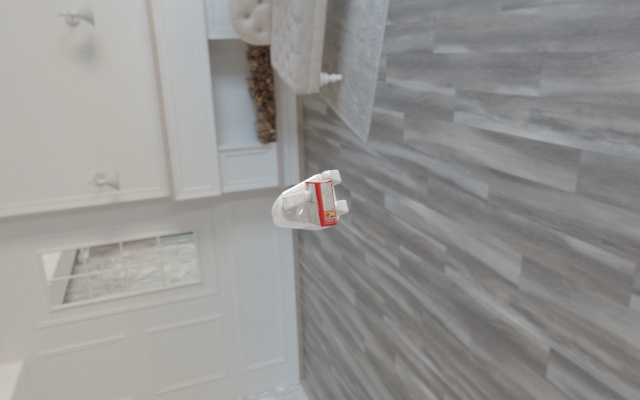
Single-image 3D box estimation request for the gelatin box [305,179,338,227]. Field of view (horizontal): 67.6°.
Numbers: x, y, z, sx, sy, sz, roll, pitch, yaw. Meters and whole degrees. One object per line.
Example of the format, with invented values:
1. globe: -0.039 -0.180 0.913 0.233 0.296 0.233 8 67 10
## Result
1. gelatin box: 0.000 0.003 0.795 0.030 0.073 0.089 -9 5 -13
